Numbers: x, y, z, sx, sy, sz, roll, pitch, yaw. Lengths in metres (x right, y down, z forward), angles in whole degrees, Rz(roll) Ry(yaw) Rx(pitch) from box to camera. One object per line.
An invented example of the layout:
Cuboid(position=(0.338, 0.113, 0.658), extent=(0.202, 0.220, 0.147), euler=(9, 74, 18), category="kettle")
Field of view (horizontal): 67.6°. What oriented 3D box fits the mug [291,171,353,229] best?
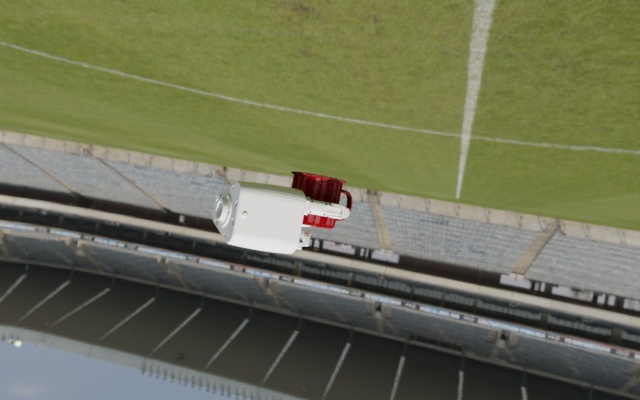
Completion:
Cuboid(position=(0.001, 0.003, 0.792), extent=(0.117, 0.081, 0.093), euler=(11, -1, -29), category="mug")
